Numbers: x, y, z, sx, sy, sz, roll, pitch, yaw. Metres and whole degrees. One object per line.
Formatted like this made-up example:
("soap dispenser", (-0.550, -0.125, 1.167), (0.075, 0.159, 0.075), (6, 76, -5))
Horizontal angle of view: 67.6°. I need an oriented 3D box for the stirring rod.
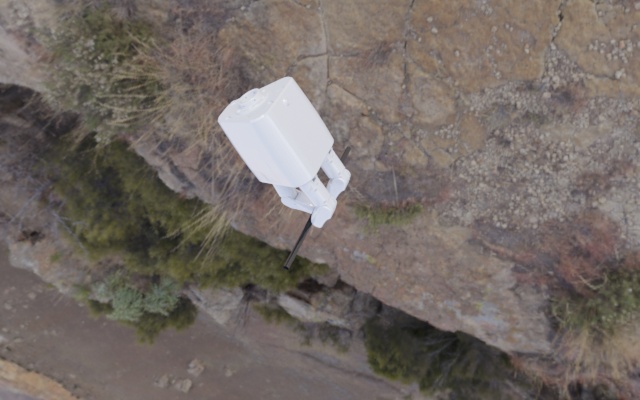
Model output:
("stirring rod", (0.000, 0.002, 0.693), (0.011, 0.239, 0.011), (17, -38, 14))
